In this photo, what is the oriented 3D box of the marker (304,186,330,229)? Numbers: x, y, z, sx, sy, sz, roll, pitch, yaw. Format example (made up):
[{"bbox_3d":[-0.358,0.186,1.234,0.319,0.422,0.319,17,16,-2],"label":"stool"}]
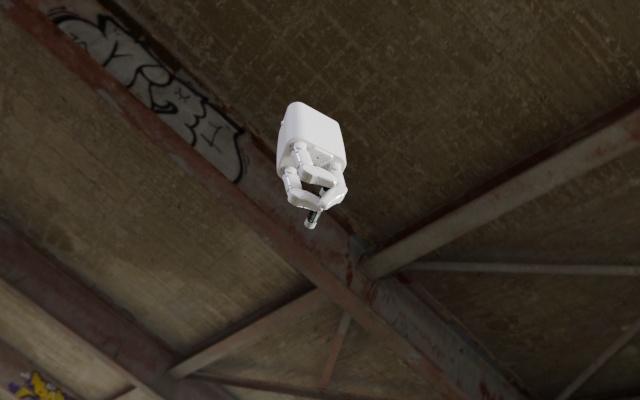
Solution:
[{"bbox_3d":[0.000,0.003,0.795,0.020,0.020,0.121,0,-42,-26],"label":"marker"}]
